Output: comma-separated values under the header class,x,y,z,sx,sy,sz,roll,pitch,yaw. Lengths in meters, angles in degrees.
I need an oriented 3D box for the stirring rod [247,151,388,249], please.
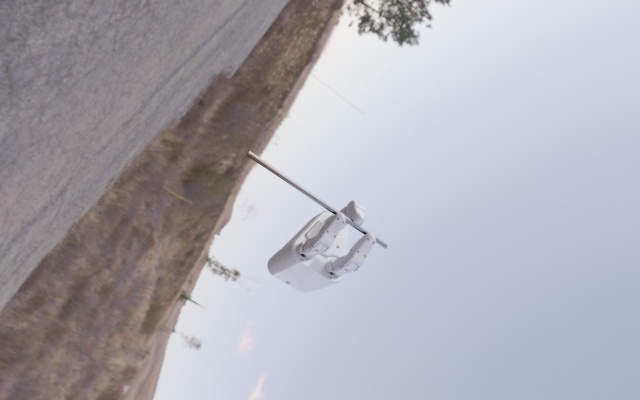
class,x,y,z,sx,sy,sz,roll,pitch,yaw
stirring rod,0.000,0.002,0.667,0.239,0.011,0.011,34,-10,-15
